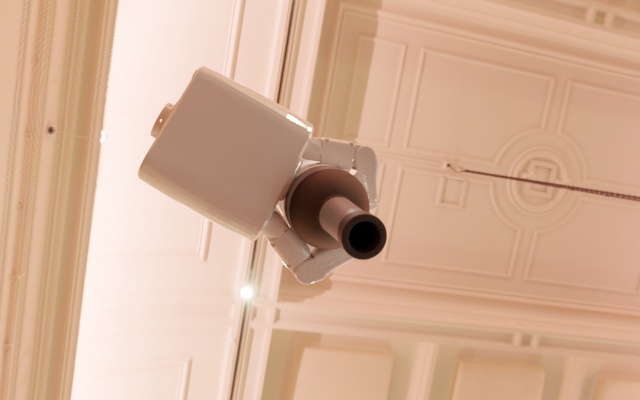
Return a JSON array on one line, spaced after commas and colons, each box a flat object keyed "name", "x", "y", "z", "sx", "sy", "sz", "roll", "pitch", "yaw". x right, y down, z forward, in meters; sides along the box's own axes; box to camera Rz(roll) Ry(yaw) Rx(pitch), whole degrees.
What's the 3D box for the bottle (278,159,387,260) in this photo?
[{"name": "bottle", "x": 0.000, "y": 0.001, "z": 0.418, "sx": 0.069, "sy": 0.069, "sz": 0.295, "roll": 0, "pitch": 8, "yaw": -10}]
